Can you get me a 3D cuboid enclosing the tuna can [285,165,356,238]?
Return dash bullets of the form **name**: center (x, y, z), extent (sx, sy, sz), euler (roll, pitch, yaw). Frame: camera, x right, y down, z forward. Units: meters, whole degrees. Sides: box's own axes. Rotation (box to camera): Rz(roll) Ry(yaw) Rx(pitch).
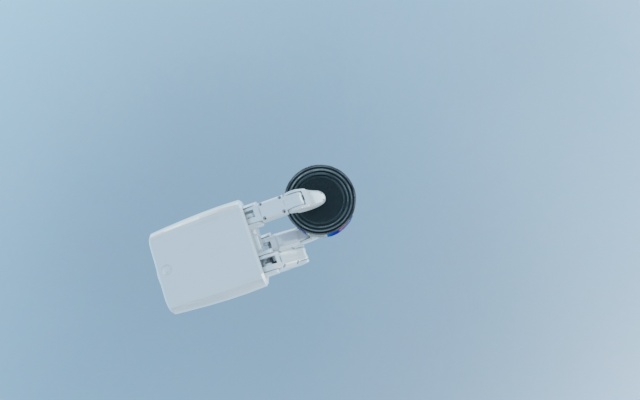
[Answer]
- **tuna can**: center (0.000, 0.002, 0.581), extent (0.086, 0.086, 0.034), euler (0, -12, 3)
